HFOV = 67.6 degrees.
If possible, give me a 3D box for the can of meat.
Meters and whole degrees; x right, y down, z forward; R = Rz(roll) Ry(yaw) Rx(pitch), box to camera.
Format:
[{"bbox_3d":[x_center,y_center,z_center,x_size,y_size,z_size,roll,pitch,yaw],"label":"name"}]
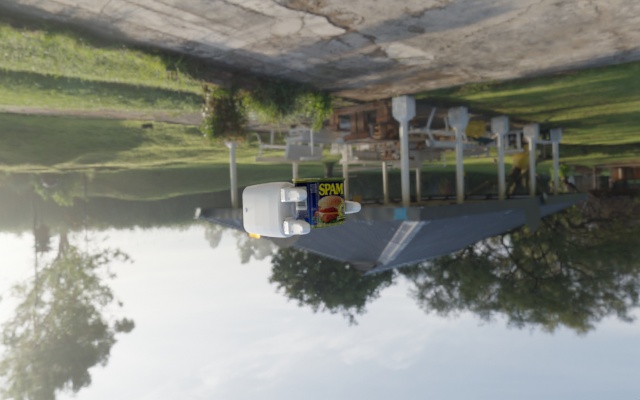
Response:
[{"bbox_3d":[0.000,0.003,0.827,0.057,0.084,0.102,-1,2,38],"label":"can of meat"}]
